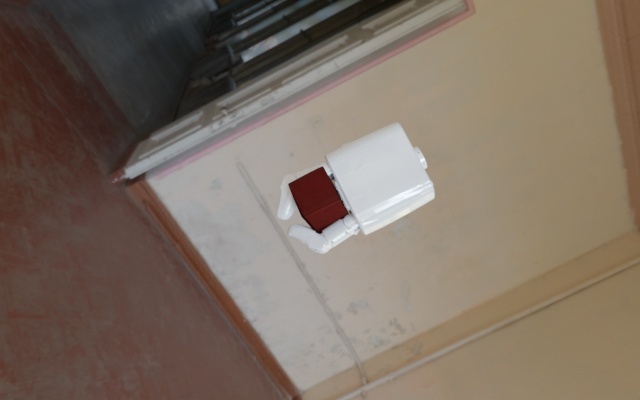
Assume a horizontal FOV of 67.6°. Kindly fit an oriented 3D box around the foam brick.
[{"bbox_3d":[0.000,0.002,0.612,0.051,0.053,0.078,-27,-25,4],"label":"foam brick"}]
